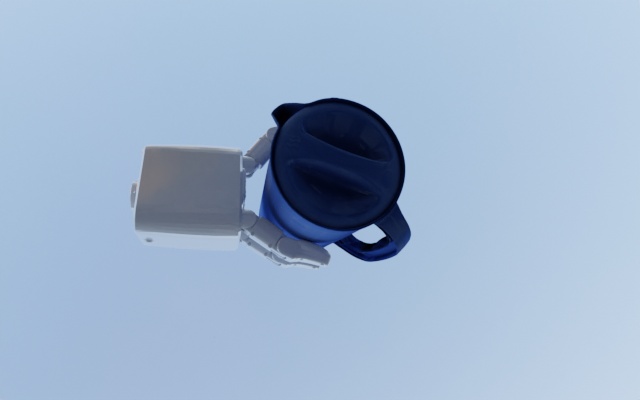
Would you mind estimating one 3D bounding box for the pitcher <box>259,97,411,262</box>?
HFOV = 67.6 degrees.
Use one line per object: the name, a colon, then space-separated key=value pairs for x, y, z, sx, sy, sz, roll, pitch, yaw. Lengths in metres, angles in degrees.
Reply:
pitcher: x=0.000 y=0.002 z=0.555 sx=0.145 sy=0.149 sz=0.243 roll=1 pitch=-16 yaw=-13
